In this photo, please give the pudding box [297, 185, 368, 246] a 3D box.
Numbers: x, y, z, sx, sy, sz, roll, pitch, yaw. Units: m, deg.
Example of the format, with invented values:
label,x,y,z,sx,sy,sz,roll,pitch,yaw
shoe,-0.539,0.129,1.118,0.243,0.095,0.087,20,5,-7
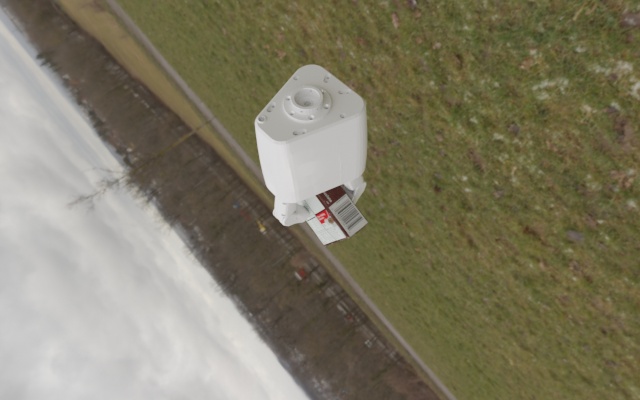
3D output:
label,x,y,z,sx,sy,sz,roll,pitch,yaw
pudding box,0.000,0.002,0.624,0.039,0.113,0.090,-36,2,-21
